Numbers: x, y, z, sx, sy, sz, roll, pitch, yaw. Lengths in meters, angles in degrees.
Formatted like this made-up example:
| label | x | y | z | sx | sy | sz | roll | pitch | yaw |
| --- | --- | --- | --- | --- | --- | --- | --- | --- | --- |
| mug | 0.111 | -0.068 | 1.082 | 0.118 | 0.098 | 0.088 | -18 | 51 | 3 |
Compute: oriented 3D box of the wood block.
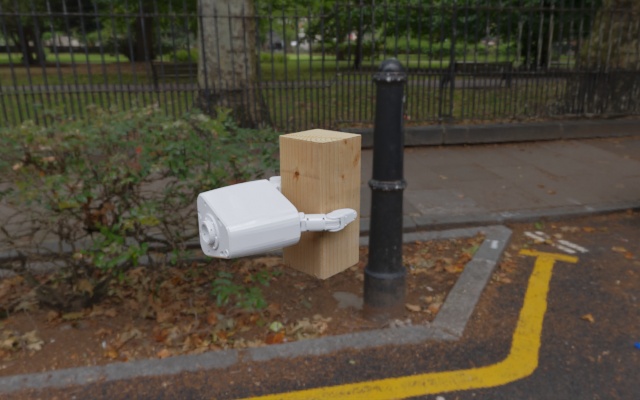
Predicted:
| label | x | y | z | sx | sy | sz | roll | pitch | yaw |
| --- | --- | --- | --- | --- | --- | --- | --- | --- | --- |
| wood block | 0.000 | 0.002 | 0.734 | 0.091 | 0.206 | 0.090 | 15 | 23 | 40 |
